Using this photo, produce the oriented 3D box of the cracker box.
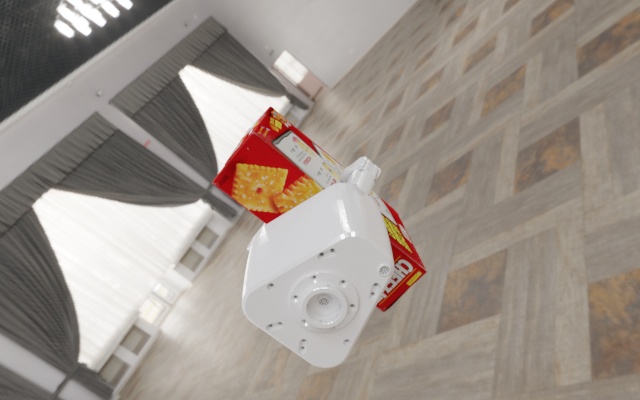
[{"bbox_3d":[0.000,0.001,0.518,0.214,0.072,0.164,39,14,-13],"label":"cracker box"}]
